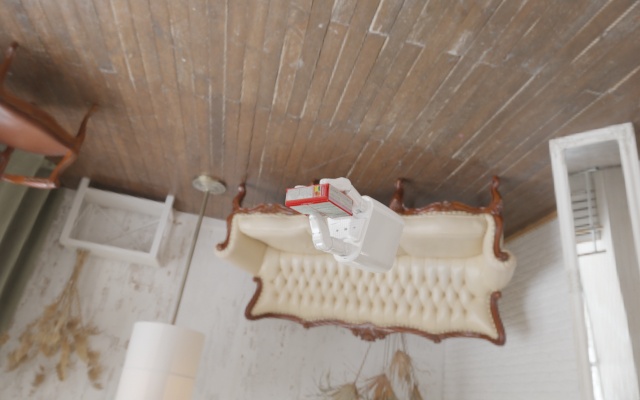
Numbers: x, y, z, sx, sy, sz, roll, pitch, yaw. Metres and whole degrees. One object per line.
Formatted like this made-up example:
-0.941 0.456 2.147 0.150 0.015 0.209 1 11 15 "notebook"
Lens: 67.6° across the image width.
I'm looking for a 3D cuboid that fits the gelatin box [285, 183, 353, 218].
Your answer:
0.000 0.003 0.735 0.073 0.030 0.089 -7 -19 28 "gelatin box"
